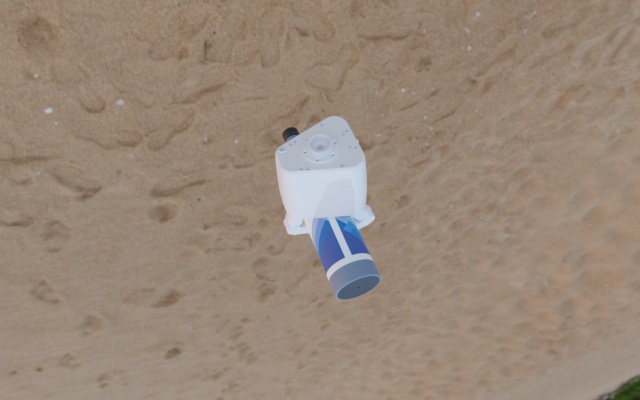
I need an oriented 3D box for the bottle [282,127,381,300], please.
[{"bbox_3d":[0.000,0.003,0.716,0.069,0.295,0.069,-17,-32,-11],"label":"bottle"}]
